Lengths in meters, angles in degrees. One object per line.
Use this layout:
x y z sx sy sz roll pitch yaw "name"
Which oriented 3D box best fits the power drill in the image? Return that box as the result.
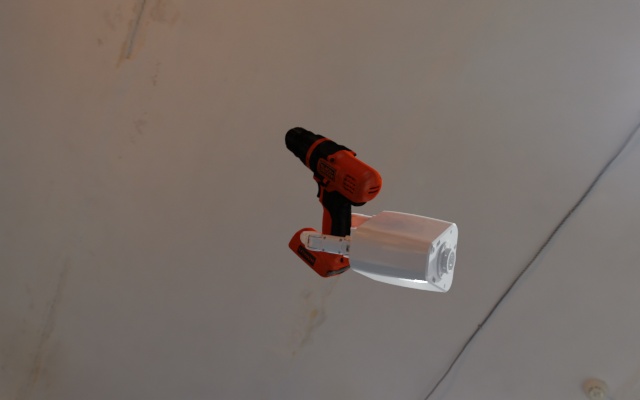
0.000 0.003 0.695 0.057 0.188 0.184 -15 37 -35 "power drill"
